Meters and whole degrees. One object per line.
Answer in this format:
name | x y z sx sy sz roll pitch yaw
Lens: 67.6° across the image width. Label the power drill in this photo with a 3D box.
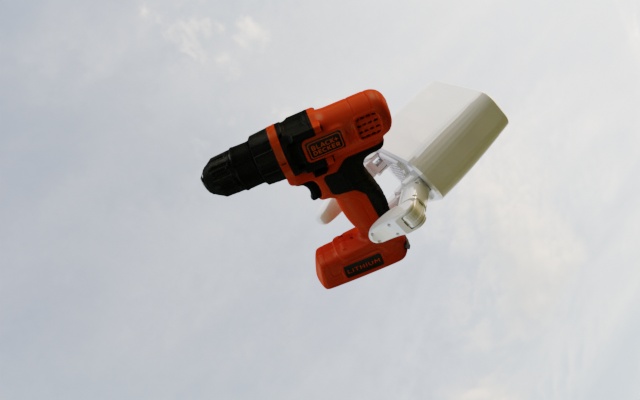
power drill | 0.000 0.002 0.476 0.184 0.188 0.057 -22 34 4
